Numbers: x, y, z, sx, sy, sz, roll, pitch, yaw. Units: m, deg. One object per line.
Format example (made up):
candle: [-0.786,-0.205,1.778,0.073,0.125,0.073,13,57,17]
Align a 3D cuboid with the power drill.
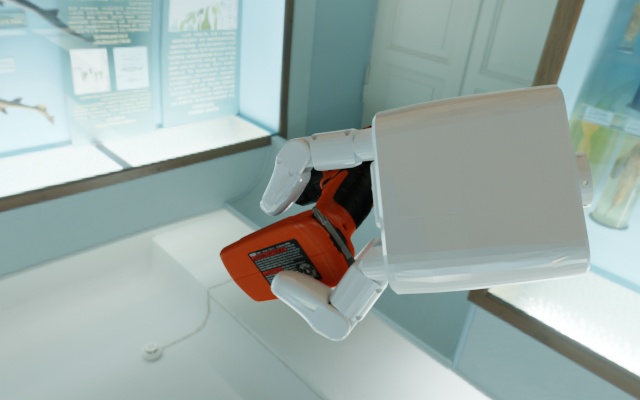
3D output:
power drill: [0.000,0.002,0.406,0.184,0.057,0.187,-23,19,42]
